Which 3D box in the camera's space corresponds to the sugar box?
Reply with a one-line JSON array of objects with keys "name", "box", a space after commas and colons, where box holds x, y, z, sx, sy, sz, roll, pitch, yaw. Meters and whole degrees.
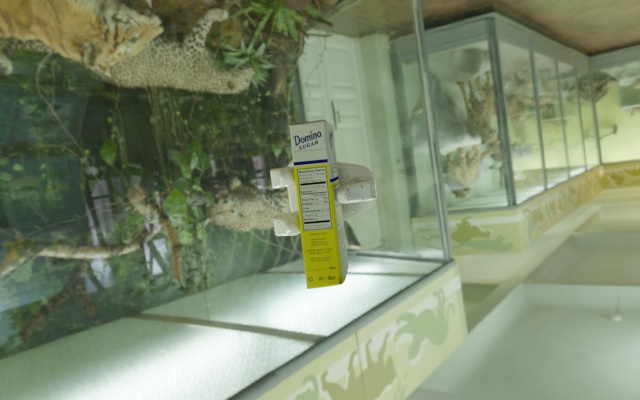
[{"name": "sugar box", "box": [0.000, 0.002, 0.539, 0.048, 0.176, 0.093, -8, 4, 7]}]
